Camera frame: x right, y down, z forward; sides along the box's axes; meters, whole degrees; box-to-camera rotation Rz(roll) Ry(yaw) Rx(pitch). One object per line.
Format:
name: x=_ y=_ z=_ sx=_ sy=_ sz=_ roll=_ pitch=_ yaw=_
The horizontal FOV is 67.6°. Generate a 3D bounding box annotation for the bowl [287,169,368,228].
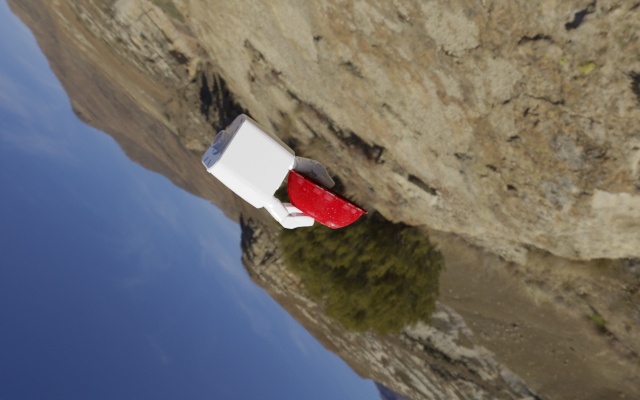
bowl: x=0.001 y=0.004 z=0.837 sx=0.162 sy=0.055 sz=0.162 roll=29 pitch=4 yaw=-2
